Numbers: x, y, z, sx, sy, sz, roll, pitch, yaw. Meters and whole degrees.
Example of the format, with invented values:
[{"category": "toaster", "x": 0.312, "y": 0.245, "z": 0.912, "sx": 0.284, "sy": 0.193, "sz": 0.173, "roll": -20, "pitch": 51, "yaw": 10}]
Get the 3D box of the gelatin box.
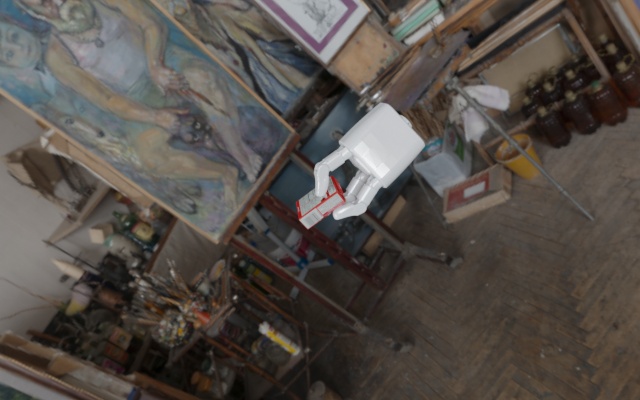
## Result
[{"category": "gelatin box", "x": 0.000, "y": 0.003, "z": 0.869, "sx": 0.089, "sy": 0.030, "sz": 0.073, "roll": -36, "pitch": 25, "yaw": 9}]
